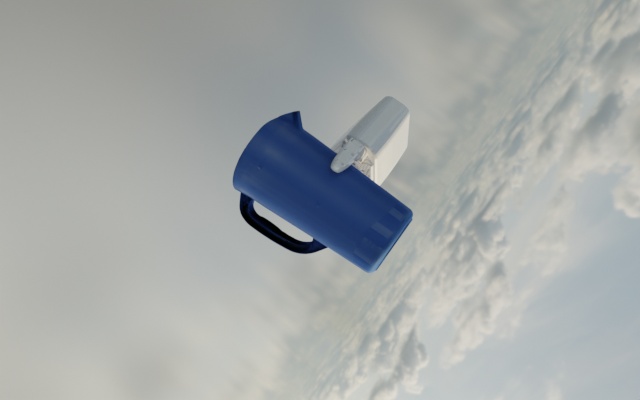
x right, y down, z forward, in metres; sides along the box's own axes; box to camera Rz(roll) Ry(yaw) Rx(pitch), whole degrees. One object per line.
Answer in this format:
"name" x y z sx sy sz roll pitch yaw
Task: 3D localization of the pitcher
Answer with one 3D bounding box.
"pitcher" 0.000 0.002 0.689 0.243 0.145 0.149 35 -25 10
